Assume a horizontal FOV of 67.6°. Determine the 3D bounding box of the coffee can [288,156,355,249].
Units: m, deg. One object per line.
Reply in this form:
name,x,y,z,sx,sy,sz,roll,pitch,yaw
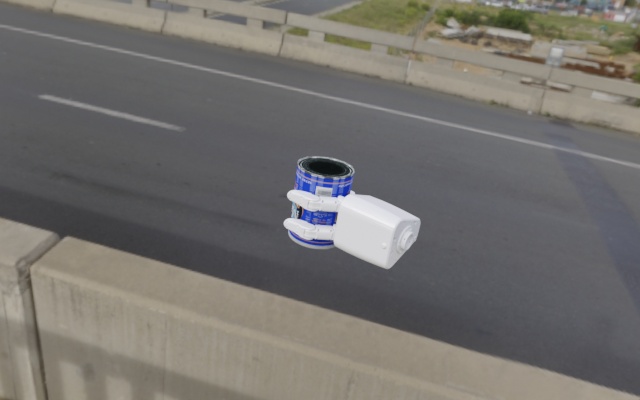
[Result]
coffee can,0.000,0.003,0.867,0.103,0.140,0.102,7,24,-3
